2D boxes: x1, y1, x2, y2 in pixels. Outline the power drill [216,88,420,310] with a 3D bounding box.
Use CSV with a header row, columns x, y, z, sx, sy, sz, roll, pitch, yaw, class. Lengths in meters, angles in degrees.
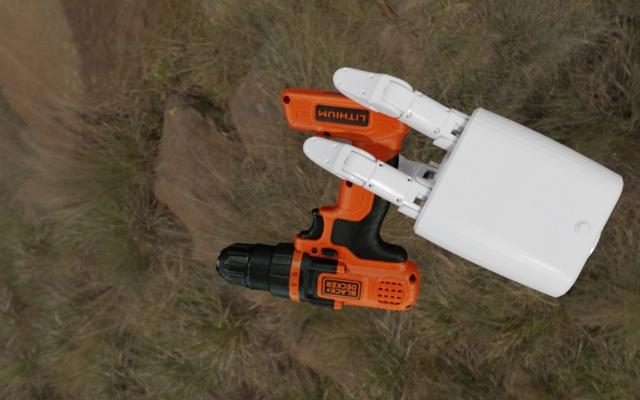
x,y,z,sx,sy,sz,roll,pitch,yaw,class
0.000,0.001,0.413,0.184,0.188,0.057,6,18,6,power drill
